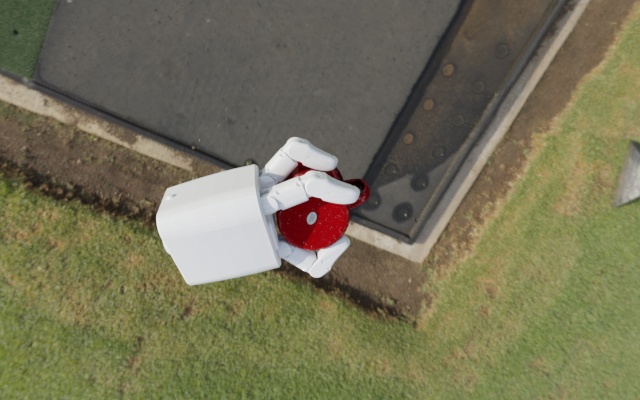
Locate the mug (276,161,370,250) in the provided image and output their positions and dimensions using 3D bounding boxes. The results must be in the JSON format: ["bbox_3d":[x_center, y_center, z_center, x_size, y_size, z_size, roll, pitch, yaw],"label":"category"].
[{"bbox_3d":[0.002,0.002,0.552,0.117,0.093,0.081,-12,26,-2],"label":"mug"}]
